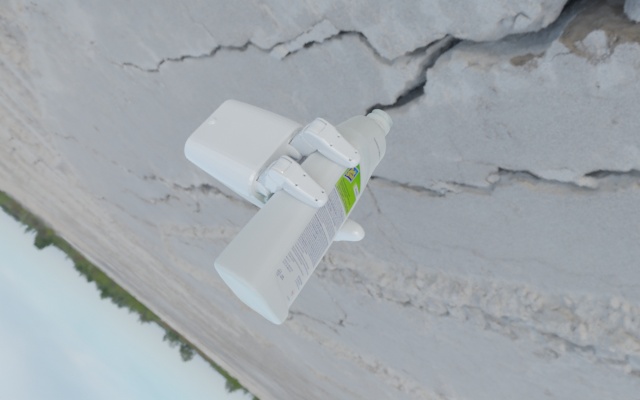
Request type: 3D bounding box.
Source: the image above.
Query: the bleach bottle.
[{"bbox_3d":[0.000,0.002,0.508,0.068,0.250,0.103,27,-25,27],"label":"bleach bottle"}]
